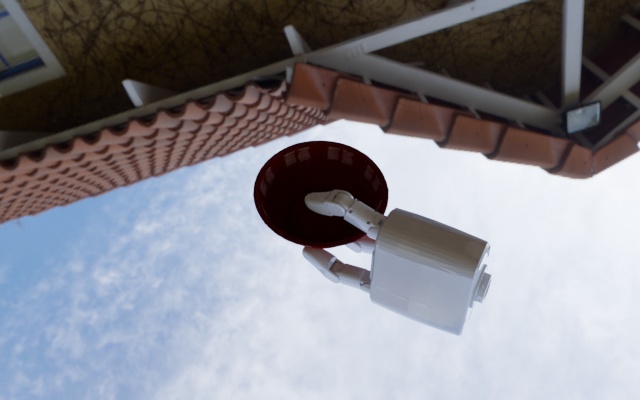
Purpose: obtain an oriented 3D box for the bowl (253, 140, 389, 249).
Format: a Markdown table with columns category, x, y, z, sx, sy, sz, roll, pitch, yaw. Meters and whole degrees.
| category | x | y | z | sx | sy | sz | roll | pitch | yaw |
| --- | --- | --- | --- | --- | --- | --- | --- | --- | --- |
| bowl | -0.001 | 0.001 | 0.589 | 0.162 | 0.162 | 0.055 | 0 | -36 | -2 |
